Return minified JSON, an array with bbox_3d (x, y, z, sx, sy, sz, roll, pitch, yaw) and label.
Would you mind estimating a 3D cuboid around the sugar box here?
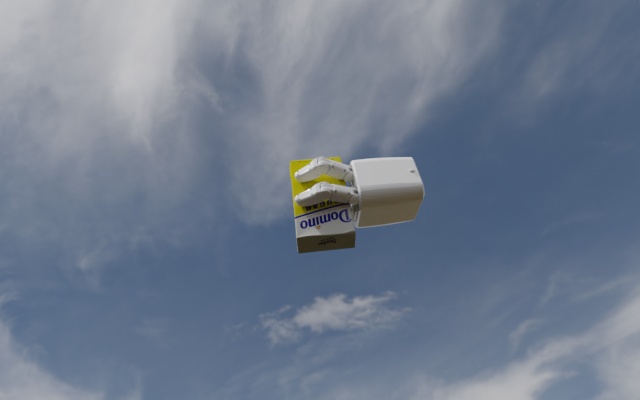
[{"bbox_3d":[0.000,0.002,0.789,0.093,0.048,0.176,-6,44,-3],"label":"sugar box"}]
